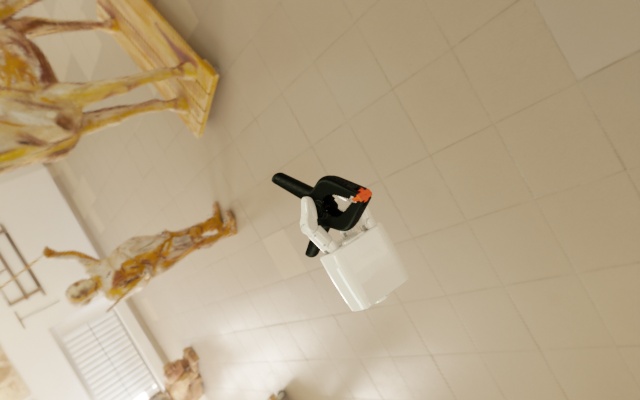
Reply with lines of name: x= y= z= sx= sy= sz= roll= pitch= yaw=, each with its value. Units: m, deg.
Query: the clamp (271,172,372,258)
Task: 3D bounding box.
clamp: x=0.000 y=0.003 z=0.790 sx=0.036 sy=0.164 sz=0.210 roll=-30 pitch=1 yaw=-38
